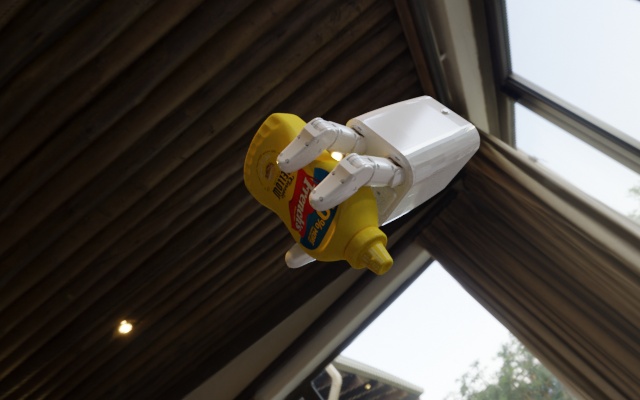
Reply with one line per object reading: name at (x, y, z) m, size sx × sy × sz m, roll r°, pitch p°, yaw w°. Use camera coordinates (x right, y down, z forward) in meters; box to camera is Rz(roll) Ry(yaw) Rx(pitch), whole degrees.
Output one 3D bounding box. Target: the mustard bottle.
mustard bottle at (0.000, 0.001, 0.463) m, size 0.058 × 0.096 × 0.191 m, roll -4°, pitch 39°, yaw -46°
